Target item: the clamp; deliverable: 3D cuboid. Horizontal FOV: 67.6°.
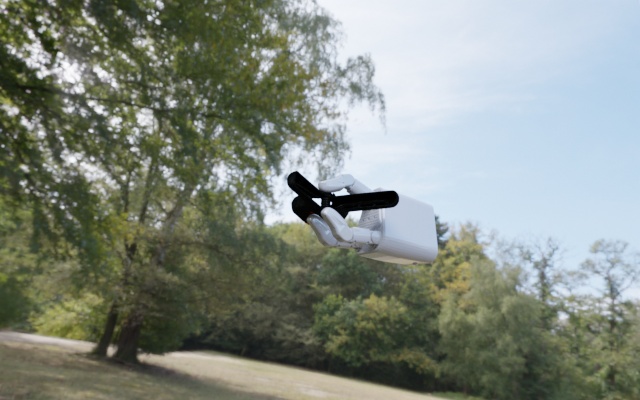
[{"bbox_3d":[0.000,0.002,0.743,0.164,0.036,0.210,14,-17,-21],"label":"clamp"}]
